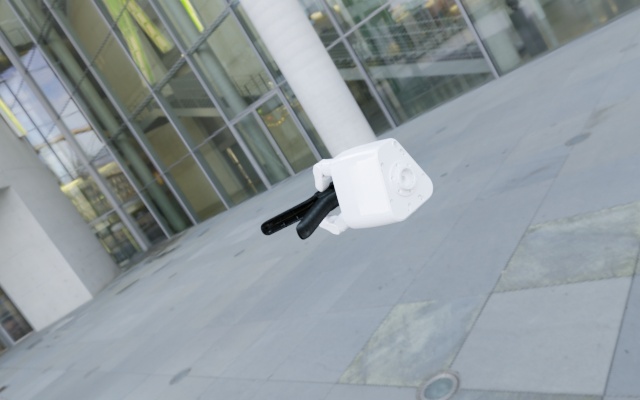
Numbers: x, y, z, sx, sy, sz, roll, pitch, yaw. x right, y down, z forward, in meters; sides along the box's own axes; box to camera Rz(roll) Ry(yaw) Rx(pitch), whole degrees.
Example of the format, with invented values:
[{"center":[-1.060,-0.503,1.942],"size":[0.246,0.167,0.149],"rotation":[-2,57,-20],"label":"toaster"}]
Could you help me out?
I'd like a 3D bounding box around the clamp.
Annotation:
[{"center":[0.000,0.002,0.808],"size":[0.210,0.036,0.164],"rotation":[-37,16,-30],"label":"clamp"}]
